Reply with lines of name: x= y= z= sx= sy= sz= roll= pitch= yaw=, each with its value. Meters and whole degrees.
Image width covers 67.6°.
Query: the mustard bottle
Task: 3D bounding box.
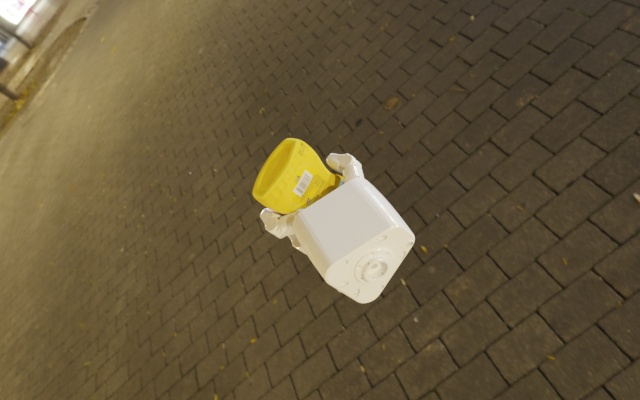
mustard bottle: x=0.000 y=0.002 z=0.672 sx=0.192 sy=0.096 sz=0.058 roll=38 pitch=-13 yaw=-38
